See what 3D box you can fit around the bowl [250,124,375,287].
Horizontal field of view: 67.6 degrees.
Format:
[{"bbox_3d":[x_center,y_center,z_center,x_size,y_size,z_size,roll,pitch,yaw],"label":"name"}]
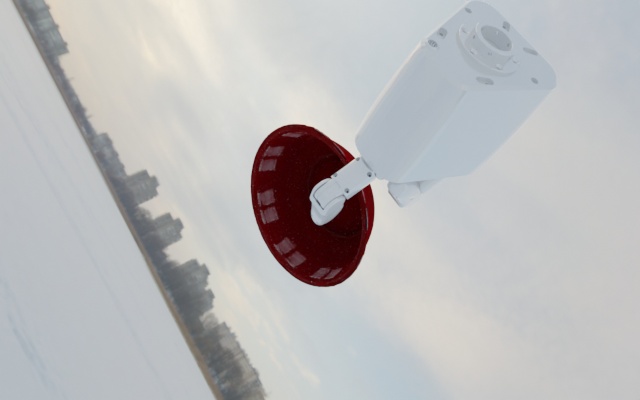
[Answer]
[{"bbox_3d":[0.000,0.002,0.479,0.162,0.162,0.055,0,13,45],"label":"bowl"}]
